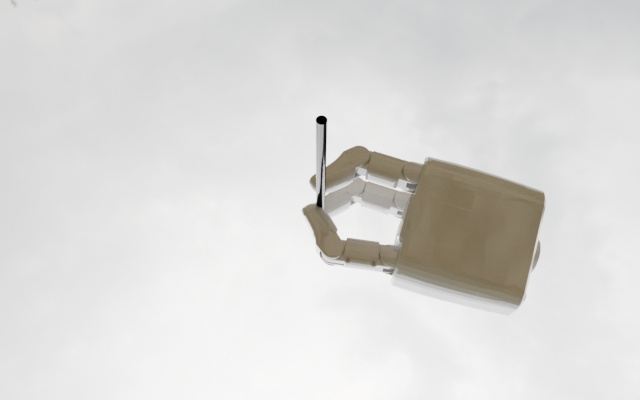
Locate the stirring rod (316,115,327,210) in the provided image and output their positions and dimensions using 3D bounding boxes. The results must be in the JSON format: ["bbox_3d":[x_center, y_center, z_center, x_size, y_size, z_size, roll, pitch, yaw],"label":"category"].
[{"bbox_3d":[0.000,0.001,0.429,0.011,0.011,0.240,0,-28,0],"label":"stirring rod"}]
